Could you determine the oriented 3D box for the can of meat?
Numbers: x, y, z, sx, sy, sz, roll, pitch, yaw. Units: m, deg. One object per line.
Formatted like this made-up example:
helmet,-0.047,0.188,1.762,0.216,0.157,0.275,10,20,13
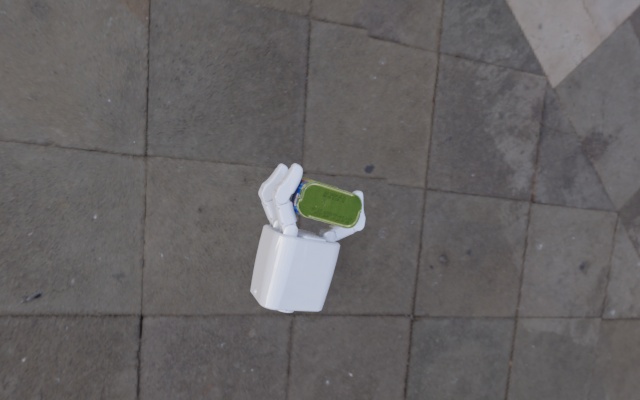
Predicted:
can of meat,0.000,0.002,0.697,0.102,0.057,0.084,16,1,-22
